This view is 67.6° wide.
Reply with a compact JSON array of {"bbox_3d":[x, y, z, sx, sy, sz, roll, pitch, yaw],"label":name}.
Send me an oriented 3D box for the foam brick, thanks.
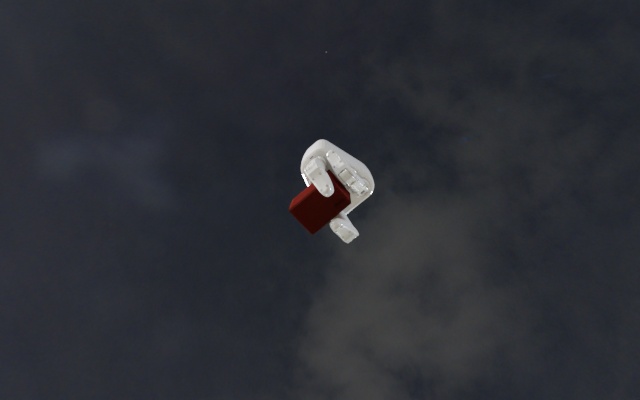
[{"bbox_3d":[0.000,0.002,0.706,0.078,0.053,0.051,-39,13,11],"label":"foam brick"}]
